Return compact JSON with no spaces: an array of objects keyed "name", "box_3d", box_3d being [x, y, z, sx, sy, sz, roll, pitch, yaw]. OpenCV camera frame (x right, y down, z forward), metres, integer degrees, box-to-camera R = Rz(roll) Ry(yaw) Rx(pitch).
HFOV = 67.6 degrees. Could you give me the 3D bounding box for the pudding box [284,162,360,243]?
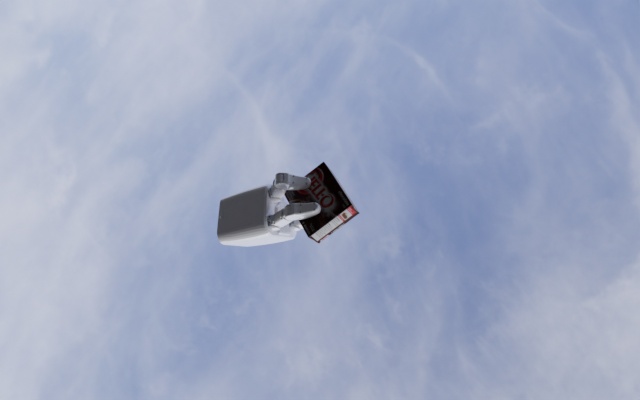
[{"name":"pudding box","box_3d":[0.000,0.003,0.801,0.090,0.113,0.039,-38,-36,8]}]
